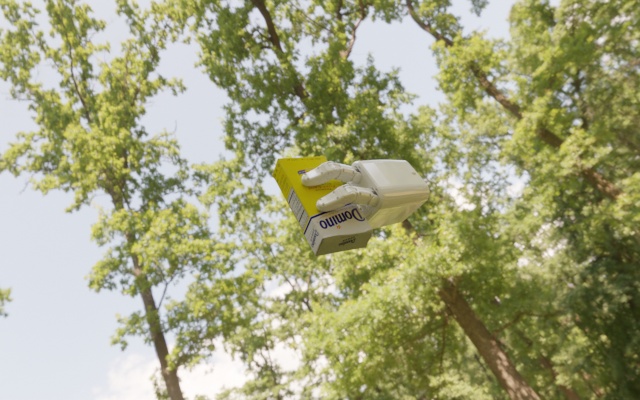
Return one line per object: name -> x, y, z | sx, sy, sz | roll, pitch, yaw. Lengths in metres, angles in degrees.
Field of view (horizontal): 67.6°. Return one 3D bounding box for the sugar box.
sugar box -> 0.000, 0.002, 0.749 | 0.093, 0.048, 0.176 | -7, 45, -31
